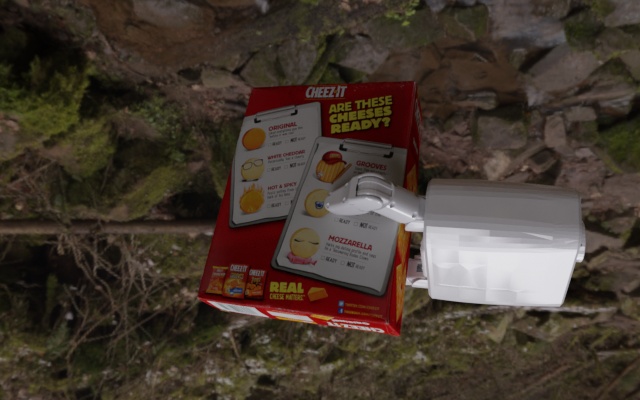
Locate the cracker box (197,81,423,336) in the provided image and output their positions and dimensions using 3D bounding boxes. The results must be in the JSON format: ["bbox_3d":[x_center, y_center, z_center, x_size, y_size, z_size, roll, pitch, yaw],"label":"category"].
[{"bbox_3d":[0.000,0.002,0.433,0.164,0.213,0.072,3,-23,19],"label":"cracker box"}]
